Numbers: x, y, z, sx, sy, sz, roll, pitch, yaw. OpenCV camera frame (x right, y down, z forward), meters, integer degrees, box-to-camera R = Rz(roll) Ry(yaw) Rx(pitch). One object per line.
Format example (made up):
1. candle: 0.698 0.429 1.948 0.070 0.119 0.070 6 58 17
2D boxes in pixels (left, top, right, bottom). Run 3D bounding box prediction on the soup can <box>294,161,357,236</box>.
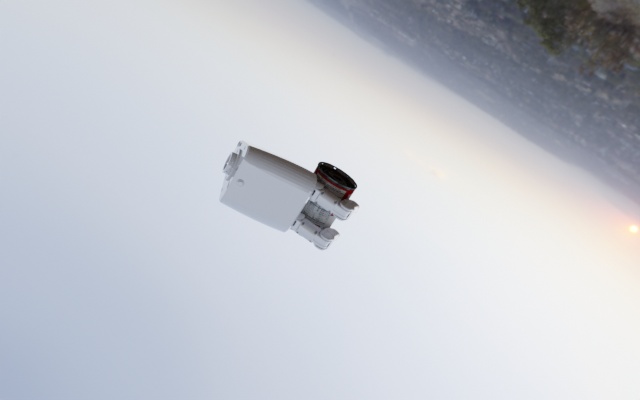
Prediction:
1. soup can: 0.000 0.003 0.718 0.068 0.102 0.068 28 20 -12
